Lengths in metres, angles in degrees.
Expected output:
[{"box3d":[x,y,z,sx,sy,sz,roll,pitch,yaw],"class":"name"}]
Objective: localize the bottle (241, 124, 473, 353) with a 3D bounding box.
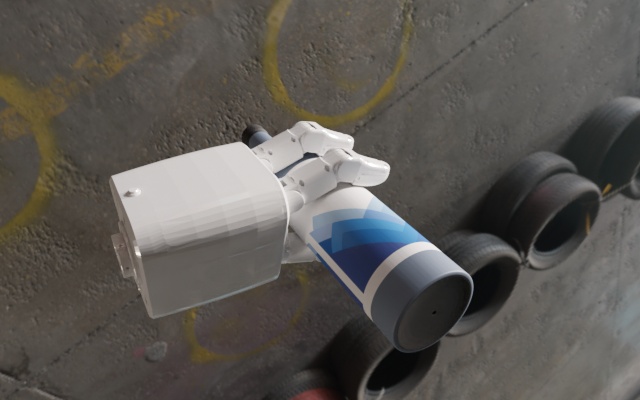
[{"box3d":[0.000,0.001,0.411,0.069,0.069,0.295,0,29,-35],"class":"bottle"}]
